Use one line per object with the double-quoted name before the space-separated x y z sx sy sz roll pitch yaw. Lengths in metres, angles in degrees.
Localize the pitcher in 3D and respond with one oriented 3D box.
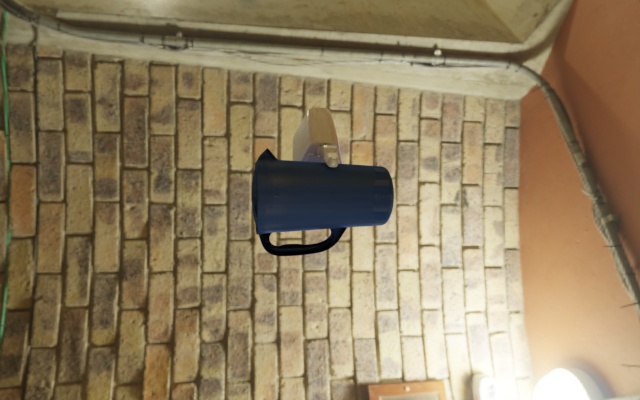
"pitcher" 0.000 0.003 0.849 0.243 0.145 0.149 0 -42 -10
